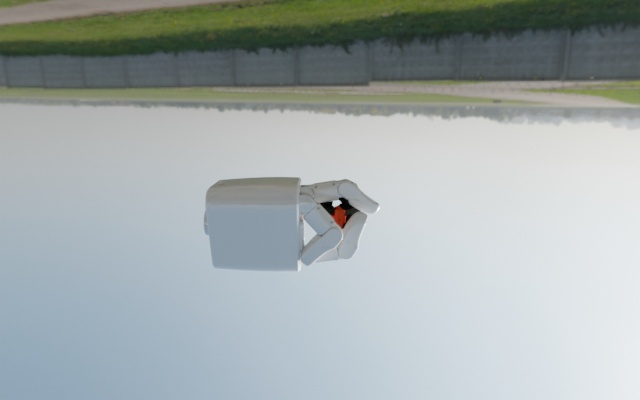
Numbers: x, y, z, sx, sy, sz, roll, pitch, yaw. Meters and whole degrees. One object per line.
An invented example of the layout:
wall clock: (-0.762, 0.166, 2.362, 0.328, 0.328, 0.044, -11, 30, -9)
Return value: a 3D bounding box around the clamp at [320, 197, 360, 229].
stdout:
clamp: (0.000, 0.003, 0.658, 0.120, 0.039, 0.171, 0, 11, 0)
